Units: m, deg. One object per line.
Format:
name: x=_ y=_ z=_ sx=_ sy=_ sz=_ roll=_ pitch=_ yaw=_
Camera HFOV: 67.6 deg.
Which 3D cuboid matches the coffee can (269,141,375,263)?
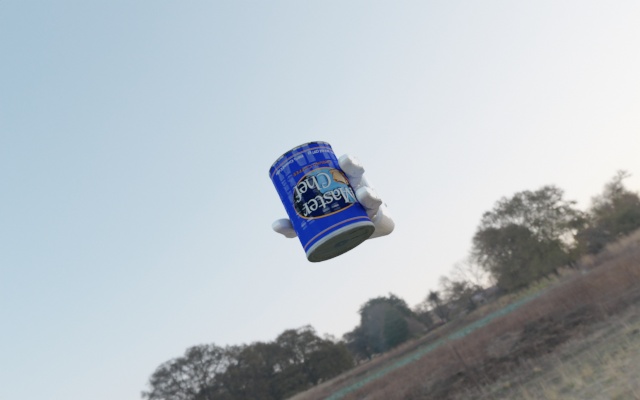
coffee can: x=0.000 y=0.002 z=0.674 sx=0.103 sy=0.140 sz=0.103 roll=-23 pitch=-21 yaw=-9
